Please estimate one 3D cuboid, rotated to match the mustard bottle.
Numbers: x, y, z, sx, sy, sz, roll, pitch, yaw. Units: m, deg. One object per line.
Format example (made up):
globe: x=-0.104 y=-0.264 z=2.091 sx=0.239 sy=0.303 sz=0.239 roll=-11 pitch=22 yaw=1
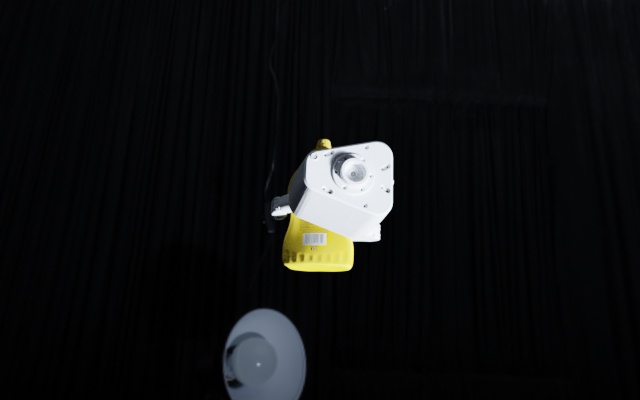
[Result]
mustard bottle: x=0.000 y=0.003 z=0.681 sx=0.096 sy=0.191 sz=0.058 roll=-1 pitch=-18 yaw=14
